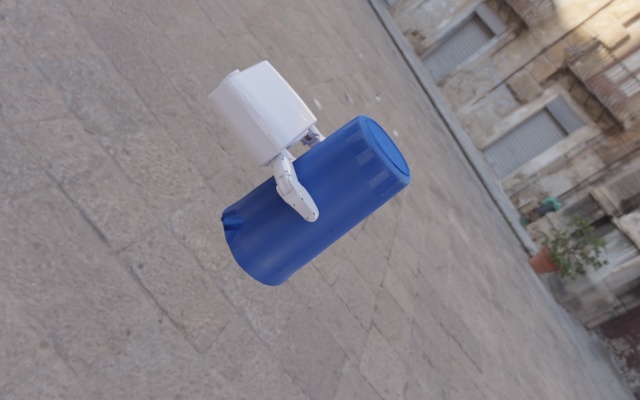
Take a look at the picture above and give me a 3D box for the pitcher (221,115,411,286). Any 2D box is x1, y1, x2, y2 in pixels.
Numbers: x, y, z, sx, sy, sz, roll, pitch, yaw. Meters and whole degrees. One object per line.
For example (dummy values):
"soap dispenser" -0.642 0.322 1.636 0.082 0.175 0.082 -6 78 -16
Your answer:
"pitcher" 0.000 0.002 0.644 0.243 0.145 0.149 -36 8 21
